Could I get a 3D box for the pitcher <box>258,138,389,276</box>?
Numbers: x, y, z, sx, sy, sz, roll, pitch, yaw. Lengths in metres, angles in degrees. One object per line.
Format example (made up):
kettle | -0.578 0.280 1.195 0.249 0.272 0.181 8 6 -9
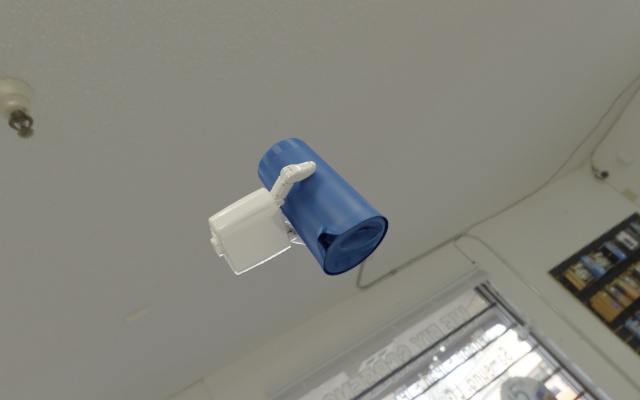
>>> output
pitcher | 0.000 0.003 0.835 0.145 0.242 0.149 -29 -33 -18
